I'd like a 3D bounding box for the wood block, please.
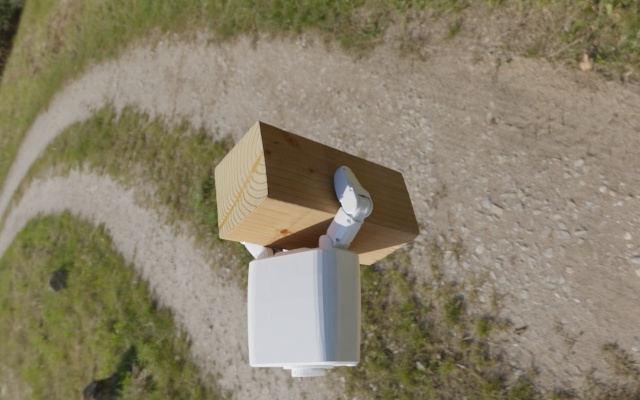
[{"bbox_3d":[0.000,0.002,0.525,0.206,0.090,0.091,15,-39,-37],"label":"wood block"}]
